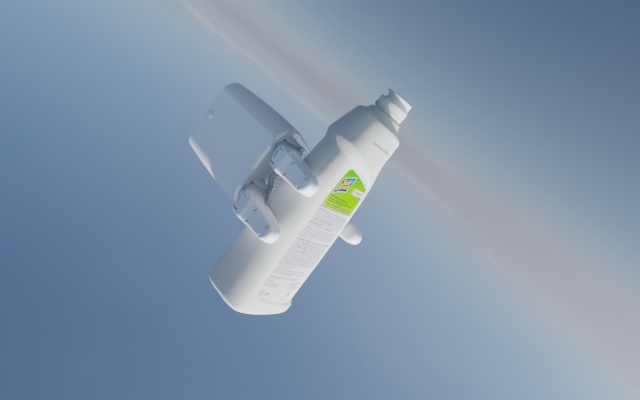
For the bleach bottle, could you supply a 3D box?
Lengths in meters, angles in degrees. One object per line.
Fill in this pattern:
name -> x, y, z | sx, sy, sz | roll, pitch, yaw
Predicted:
bleach bottle -> 0.000, 0.002, 0.474 | 0.068, 0.251, 0.102 | 45, 12, 28
